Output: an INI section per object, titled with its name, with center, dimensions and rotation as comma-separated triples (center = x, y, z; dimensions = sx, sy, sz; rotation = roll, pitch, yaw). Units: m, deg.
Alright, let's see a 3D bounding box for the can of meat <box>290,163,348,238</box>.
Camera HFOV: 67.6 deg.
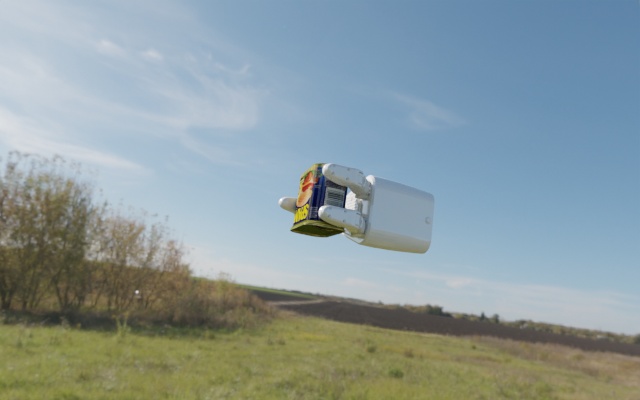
[can of meat]
center = 0.000, 0.002, 0.656
dimensions = 0.057, 0.084, 0.102
rotation = 12, -12, -16
